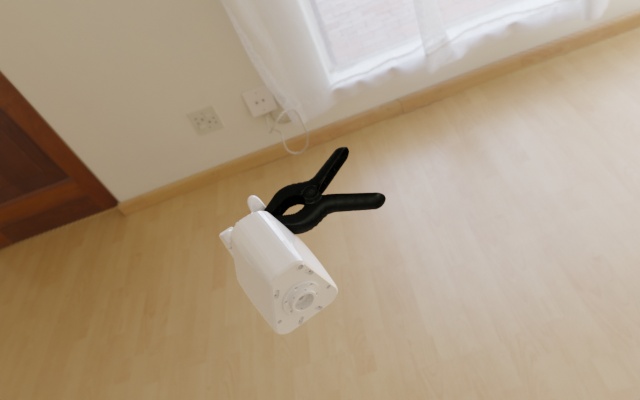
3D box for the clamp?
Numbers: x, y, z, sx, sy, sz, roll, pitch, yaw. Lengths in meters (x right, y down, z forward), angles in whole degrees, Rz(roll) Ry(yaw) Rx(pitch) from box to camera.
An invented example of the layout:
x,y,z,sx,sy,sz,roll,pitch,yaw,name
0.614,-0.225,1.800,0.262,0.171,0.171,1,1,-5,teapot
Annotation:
x,y,z,sx,sy,sz,roll,pitch,yaw,name
0.000,0.002,0.652,0.171,0.039,0.120,-36,47,-10,clamp
